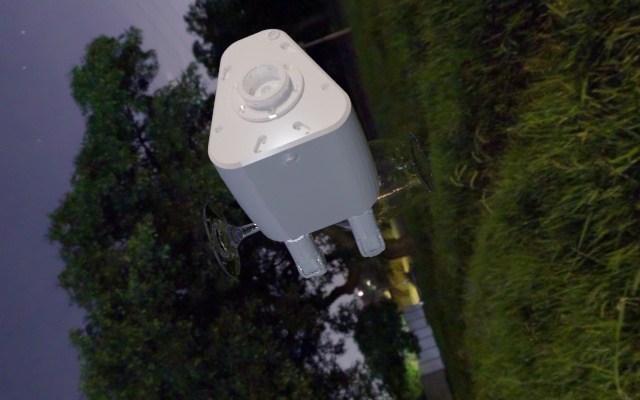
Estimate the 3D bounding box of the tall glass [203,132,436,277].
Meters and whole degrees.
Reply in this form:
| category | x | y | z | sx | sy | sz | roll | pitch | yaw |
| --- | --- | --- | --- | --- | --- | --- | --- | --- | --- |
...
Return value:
| category | x | y | z | sx | sy | sz | roll | pitch | yaw |
| --- | --- | --- | --- | --- | --- | --- | --- | --- | --- |
| tall glass | -0.001 | 0.002 | 0.441 | 0.201 | 0.079 | 0.079 | -21 | -1 | 4 |
